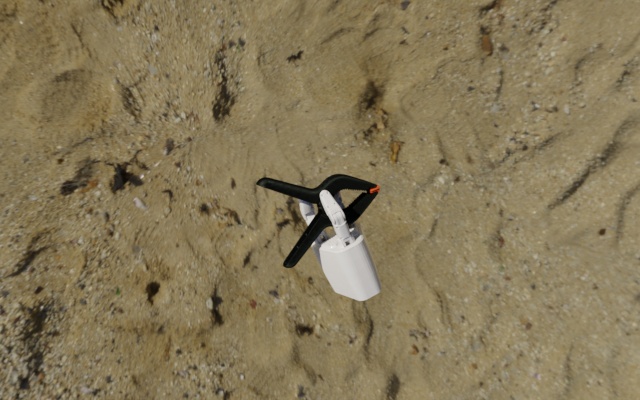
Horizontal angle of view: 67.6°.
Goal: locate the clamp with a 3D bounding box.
[{"bbox_3d":[0.001,0.003,0.821,0.210,0.165,0.036,-27,19,-10],"label":"clamp"}]
